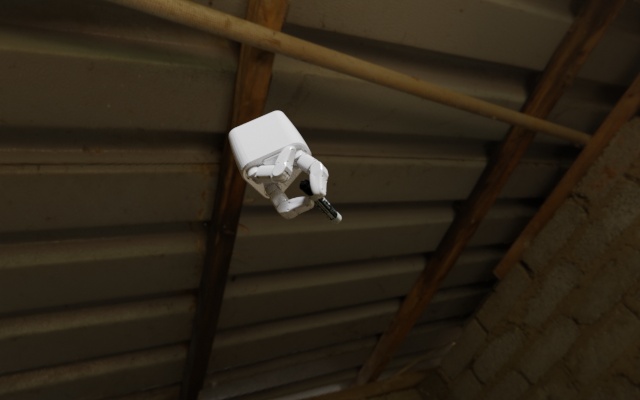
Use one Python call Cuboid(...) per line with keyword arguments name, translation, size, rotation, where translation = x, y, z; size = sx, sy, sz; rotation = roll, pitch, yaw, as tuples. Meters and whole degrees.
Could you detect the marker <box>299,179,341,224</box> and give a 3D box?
Cuboid(name="marker", translation=(0.000, 0.003, 0.763), size=(0.020, 0.020, 0.121), rotation=(0, -29, 31))
